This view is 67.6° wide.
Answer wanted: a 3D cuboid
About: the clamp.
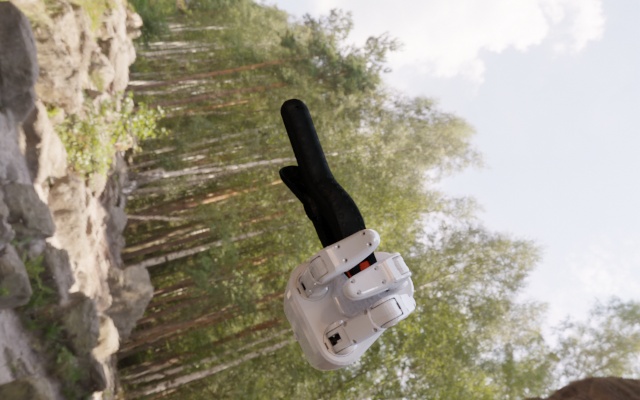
[{"bbox_3d":[0.001,0.001,0.454,0.039,0.171,0.120,-21,-18,-11],"label":"clamp"}]
